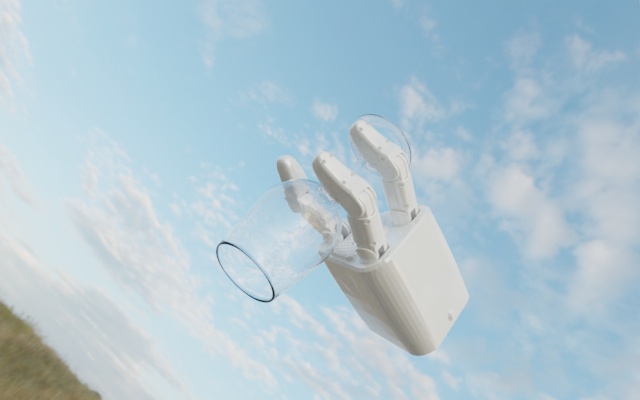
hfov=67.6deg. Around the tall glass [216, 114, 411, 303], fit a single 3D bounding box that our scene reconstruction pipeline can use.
[{"bbox_3d":[0.000,0.001,0.429,0.079,0.079,0.201,0,34,47],"label":"tall glass"}]
